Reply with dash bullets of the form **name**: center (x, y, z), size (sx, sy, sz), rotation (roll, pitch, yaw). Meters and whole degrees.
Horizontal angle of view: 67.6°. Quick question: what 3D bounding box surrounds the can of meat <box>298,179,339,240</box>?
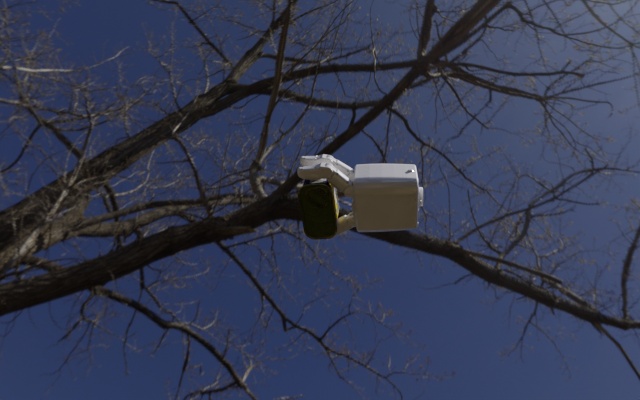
- **can of meat**: center (0.000, 0.003, 0.828), size (0.057, 0.102, 0.084), rotation (-5, 25, 10)
